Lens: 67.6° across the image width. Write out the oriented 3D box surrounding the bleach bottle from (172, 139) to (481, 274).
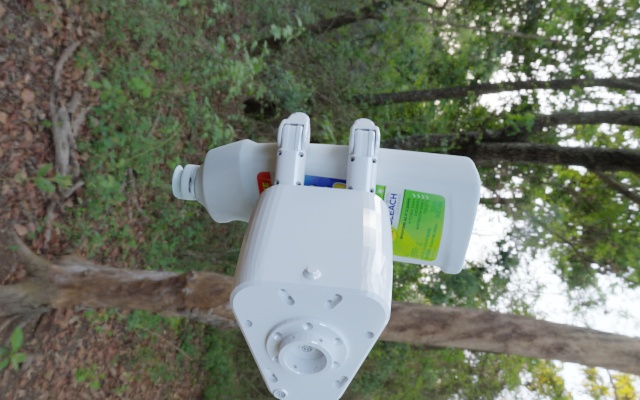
[{"bbox_3d":[0.000,0.001,0.415,0.251,0.103,0.068,5,30,2],"label":"bleach bottle"}]
